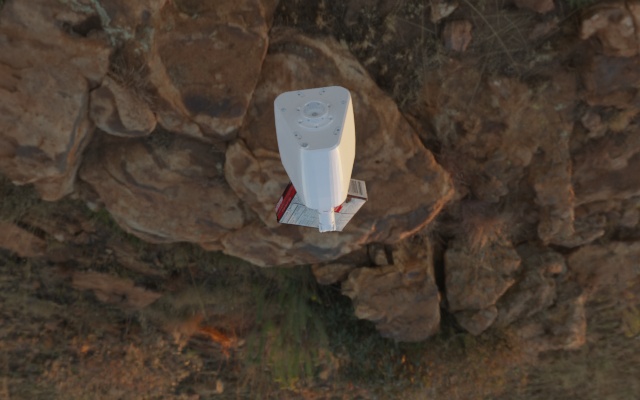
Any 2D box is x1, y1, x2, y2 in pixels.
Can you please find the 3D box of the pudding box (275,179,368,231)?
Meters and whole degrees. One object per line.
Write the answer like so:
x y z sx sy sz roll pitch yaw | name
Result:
0.000 0.002 0.706 0.113 0.039 0.090 11 -40 -23 | pudding box
